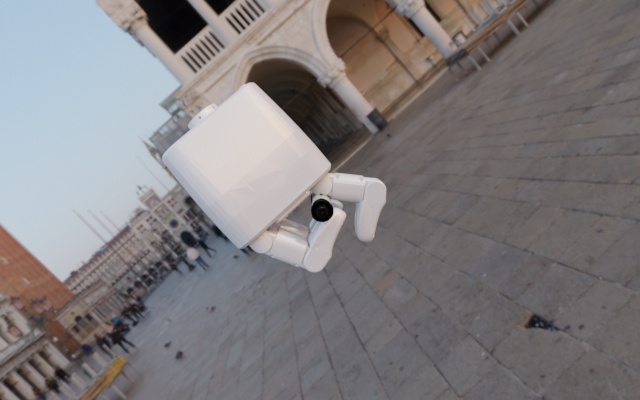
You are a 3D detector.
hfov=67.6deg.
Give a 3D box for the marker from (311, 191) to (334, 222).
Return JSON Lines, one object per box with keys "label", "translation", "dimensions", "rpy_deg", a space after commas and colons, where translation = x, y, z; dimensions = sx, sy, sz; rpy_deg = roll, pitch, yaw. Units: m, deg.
{"label": "marker", "translation": [0.000, 0.001, 0.443], "dimensions": [0.020, 0.020, 0.121], "rpy_deg": [0, 8, -1]}
